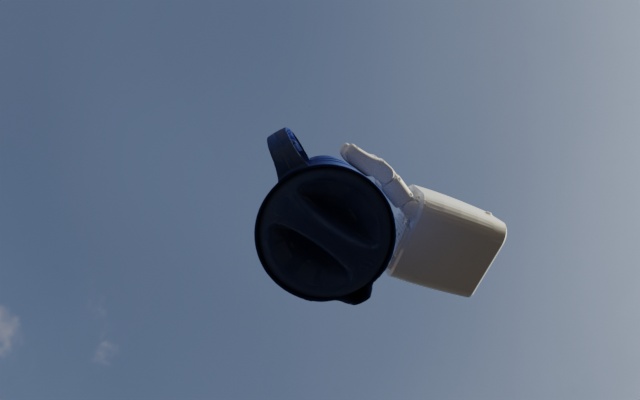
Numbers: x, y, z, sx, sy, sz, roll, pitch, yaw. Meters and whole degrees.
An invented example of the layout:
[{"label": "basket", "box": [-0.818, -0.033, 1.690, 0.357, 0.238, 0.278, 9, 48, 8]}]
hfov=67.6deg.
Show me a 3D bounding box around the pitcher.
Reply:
[{"label": "pitcher", "box": [0.000, 0.002, 0.554, 0.145, 0.149, 0.242, 16, 10, -3]}]
